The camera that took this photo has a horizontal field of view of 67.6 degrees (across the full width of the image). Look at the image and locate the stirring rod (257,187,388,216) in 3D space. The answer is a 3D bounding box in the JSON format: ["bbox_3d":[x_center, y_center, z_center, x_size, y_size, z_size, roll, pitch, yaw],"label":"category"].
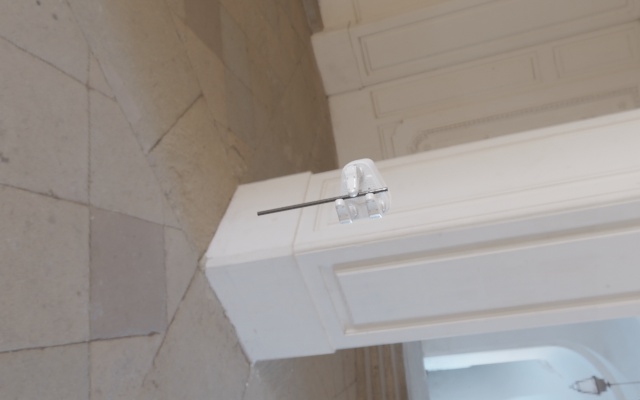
[{"bbox_3d":[0.000,0.003,0.846,0.239,0.011,0.011,-11,-3,14],"label":"stirring rod"}]
